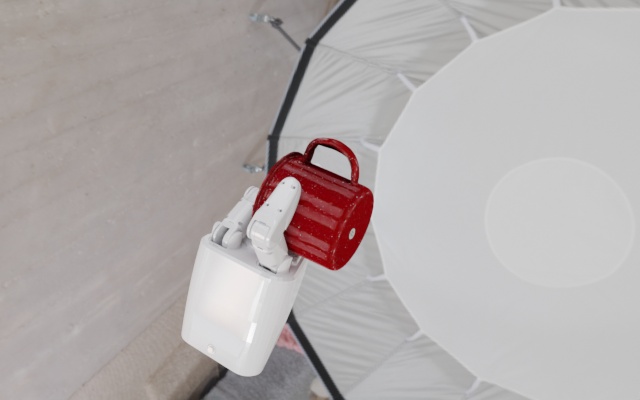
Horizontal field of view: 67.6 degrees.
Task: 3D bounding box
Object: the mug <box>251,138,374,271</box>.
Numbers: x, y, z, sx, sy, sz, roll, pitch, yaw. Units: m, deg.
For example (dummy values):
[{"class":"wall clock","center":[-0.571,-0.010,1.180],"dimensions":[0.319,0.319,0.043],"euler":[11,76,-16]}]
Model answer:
[{"class":"mug","center":[0.001,0.000,0.434],"dimensions":[0.081,0.117,0.093],"euler":[24,17,21]}]
